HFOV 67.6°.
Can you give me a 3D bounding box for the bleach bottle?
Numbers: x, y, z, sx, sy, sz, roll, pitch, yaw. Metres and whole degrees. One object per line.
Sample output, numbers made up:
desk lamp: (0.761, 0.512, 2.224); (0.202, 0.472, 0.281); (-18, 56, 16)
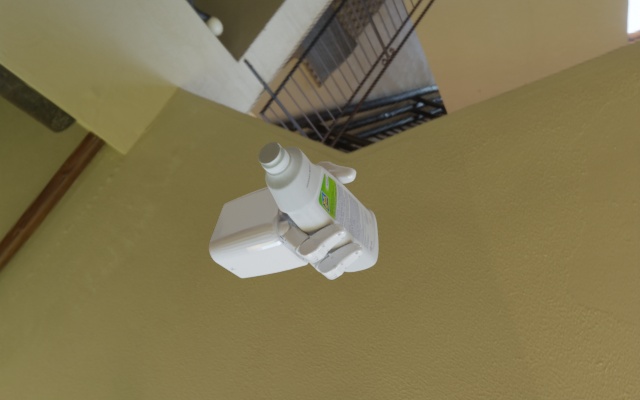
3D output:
bleach bottle: (0.000, 0.002, 0.615); (0.068, 0.102, 0.251); (-17, -36, 21)
